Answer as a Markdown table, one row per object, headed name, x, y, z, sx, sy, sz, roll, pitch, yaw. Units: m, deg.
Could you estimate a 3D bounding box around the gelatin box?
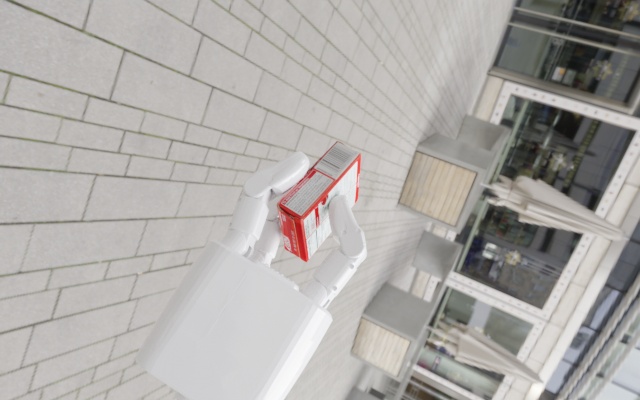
| name | x | y | z | sx | sy | sz | roll | pitch | yaw |
| --- | --- | --- | --- | --- | --- | --- | --- | --- | --- |
| gelatin box | 0.001 | 0.001 | 0.433 | 0.030 | 0.089 | 0.073 | 31 | -28 | 21 |
